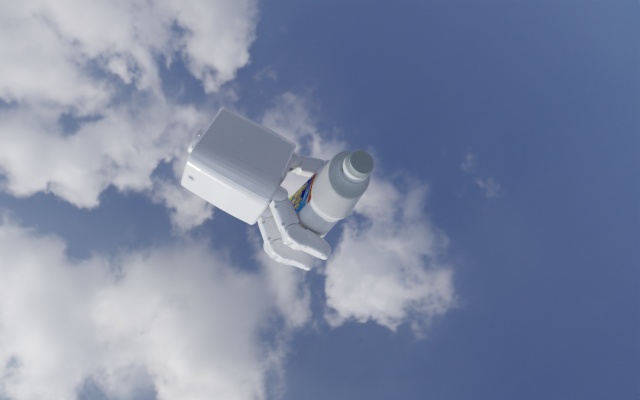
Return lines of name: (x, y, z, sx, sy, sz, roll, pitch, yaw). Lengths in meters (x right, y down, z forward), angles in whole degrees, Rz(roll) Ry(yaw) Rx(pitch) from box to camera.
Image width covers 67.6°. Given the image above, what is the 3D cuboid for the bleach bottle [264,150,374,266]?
bleach bottle: (0.000, 0.002, 0.601, 0.068, 0.102, 0.251, 29, -31, -9)
